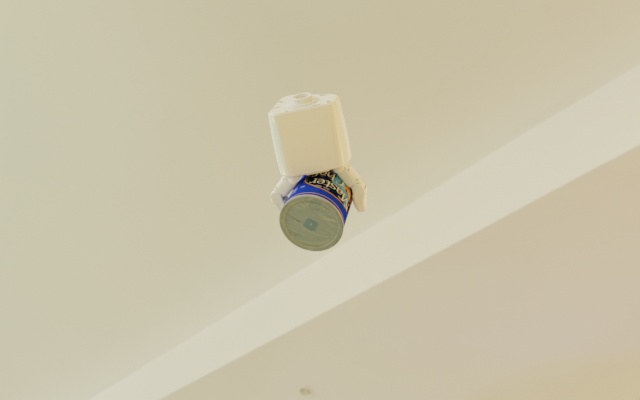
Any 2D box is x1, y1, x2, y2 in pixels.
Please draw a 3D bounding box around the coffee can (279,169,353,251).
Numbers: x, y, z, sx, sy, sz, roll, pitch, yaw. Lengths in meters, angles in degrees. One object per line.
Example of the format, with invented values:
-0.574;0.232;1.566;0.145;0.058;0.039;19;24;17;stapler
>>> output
0.000;0.003;0.797;0.103;0.103;0.140;0;31;15;coffee can
